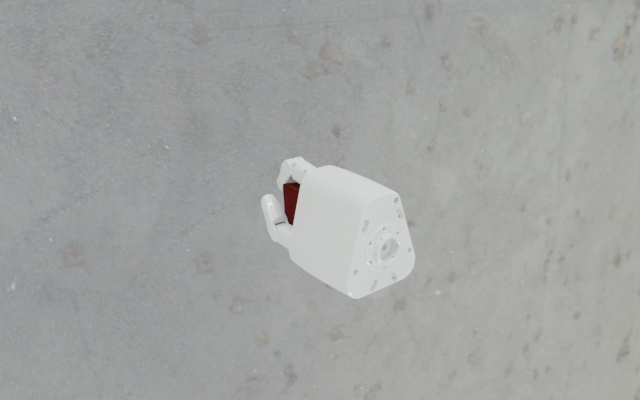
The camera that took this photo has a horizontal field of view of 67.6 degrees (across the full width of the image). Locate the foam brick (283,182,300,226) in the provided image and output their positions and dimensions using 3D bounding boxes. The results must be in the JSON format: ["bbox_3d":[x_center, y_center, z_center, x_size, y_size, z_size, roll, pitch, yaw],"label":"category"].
[{"bbox_3d":[0.000,0.002,0.587,0.078,0.053,0.051,-17,27,-31],"label":"foam brick"}]
